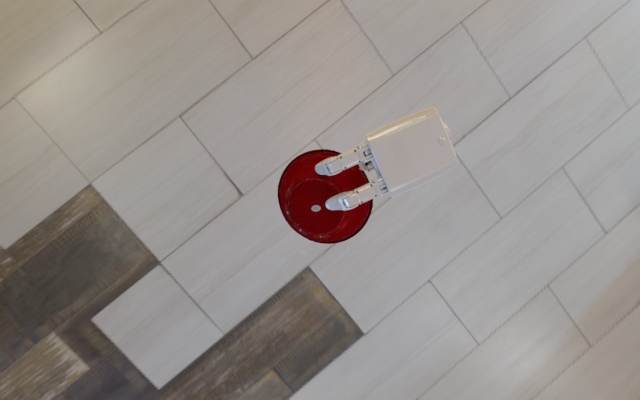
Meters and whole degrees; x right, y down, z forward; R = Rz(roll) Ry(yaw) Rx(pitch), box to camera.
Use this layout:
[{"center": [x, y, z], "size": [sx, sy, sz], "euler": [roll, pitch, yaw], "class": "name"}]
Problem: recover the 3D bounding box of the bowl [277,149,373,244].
[{"center": [-0.001, 0.003, 0.760], "size": [0.162, 0.162, 0.055], "euler": [0, 17, 15], "class": "bowl"}]
